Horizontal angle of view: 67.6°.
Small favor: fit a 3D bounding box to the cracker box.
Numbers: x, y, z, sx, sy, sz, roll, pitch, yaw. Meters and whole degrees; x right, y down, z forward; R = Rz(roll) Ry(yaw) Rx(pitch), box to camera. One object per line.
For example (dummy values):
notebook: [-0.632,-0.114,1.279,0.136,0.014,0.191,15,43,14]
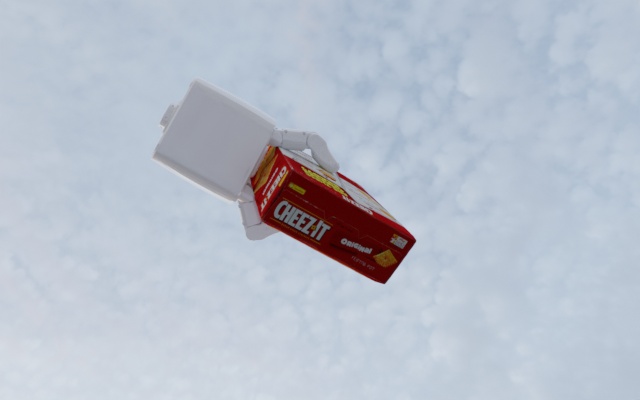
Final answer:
cracker box: [0.000,0.002,0.593,0.164,0.072,0.213,29,10,-19]
